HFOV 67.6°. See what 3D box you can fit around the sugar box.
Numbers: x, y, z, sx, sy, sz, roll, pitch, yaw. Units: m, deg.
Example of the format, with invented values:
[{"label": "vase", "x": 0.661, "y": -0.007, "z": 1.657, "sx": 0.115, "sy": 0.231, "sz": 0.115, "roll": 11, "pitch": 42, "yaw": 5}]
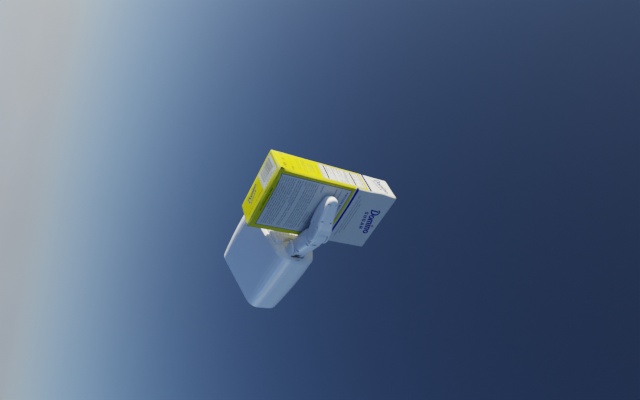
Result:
[{"label": "sugar box", "x": 0.000, "y": 0.002, "z": 0.612, "sx": 0.176, "sy": 0.093, "sz": 0.048, "roll": 12, "pitch": 34, "yaw": -33}]
